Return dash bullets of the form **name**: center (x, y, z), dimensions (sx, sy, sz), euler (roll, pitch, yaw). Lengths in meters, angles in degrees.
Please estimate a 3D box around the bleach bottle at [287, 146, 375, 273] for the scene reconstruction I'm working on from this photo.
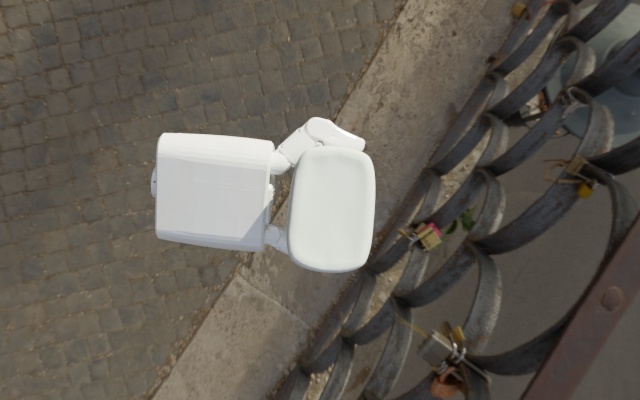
- **bleach bottle**: center (0.000, 0.002, 0.490), dimensions (0.068, 0.102, 0.251), euler (5, 1, -4)
